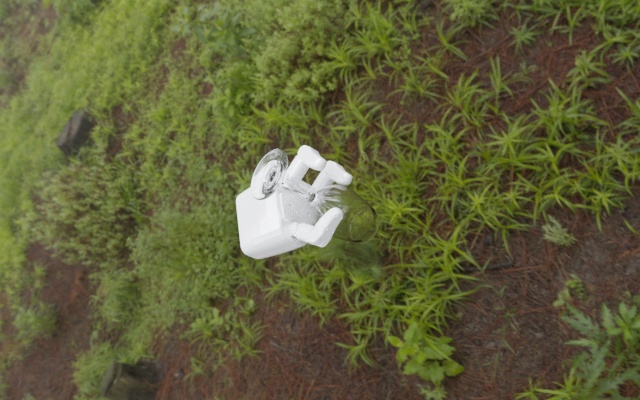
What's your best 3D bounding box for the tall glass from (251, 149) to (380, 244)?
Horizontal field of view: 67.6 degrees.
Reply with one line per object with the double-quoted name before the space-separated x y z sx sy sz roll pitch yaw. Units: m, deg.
"tall glass" 0.000 0.002 0.694 0.201 0.079 0.079 28 -18 -37
